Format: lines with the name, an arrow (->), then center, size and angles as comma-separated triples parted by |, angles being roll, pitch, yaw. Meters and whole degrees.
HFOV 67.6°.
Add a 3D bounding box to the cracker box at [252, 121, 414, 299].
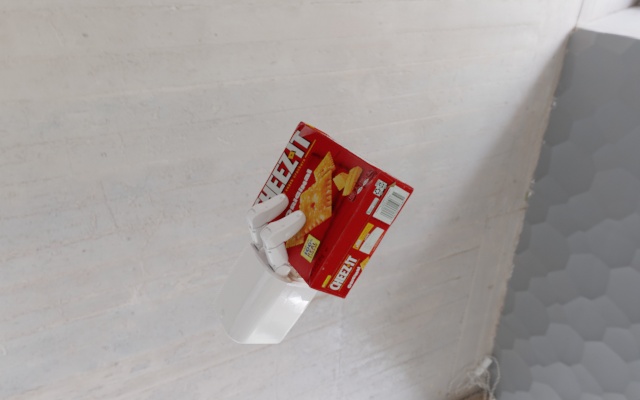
cracker box -> 0.000, 0.002, 0.646 | 0.072, 0.164, 0.213 | 25, 10, -37
